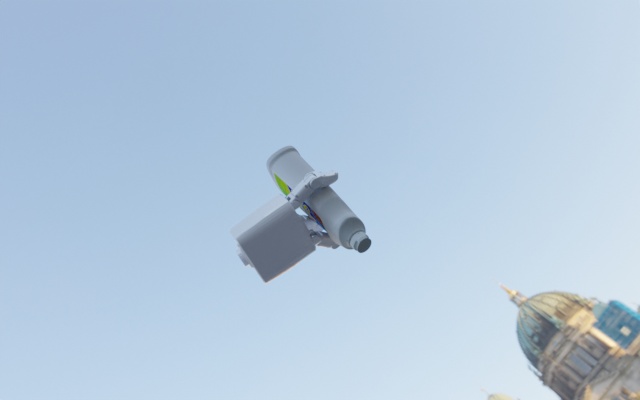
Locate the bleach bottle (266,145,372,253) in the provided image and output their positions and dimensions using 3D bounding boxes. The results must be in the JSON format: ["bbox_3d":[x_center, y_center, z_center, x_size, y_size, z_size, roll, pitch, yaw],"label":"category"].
[{"bbox_3d":[0.000,0.003,0.825,0.068,0.103,0.250,-36,46,-11],"label":"bleach bottle"}]
